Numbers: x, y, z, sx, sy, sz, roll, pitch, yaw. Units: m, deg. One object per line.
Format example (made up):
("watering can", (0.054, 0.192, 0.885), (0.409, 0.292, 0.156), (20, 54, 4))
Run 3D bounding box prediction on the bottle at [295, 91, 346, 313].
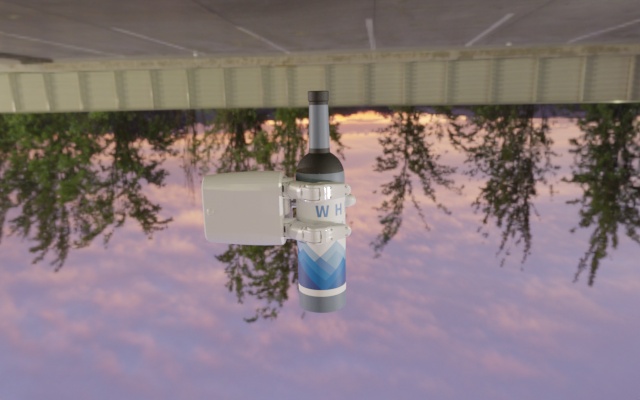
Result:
("bottle", (0.000, 0.002, 0.649), (0.069, 0.296, 0.069), (-1, 12, 0))
